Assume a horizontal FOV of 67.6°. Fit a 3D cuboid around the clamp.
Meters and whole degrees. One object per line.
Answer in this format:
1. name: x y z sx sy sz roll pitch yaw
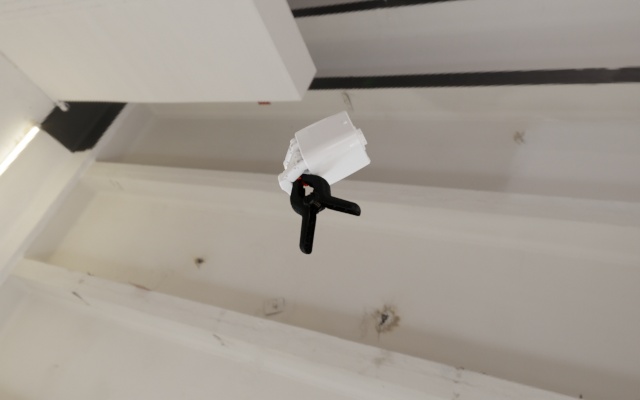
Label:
1. clamp: 0.000 0.003 0.831 0.120 0.171 0.039 -28 -43 8
